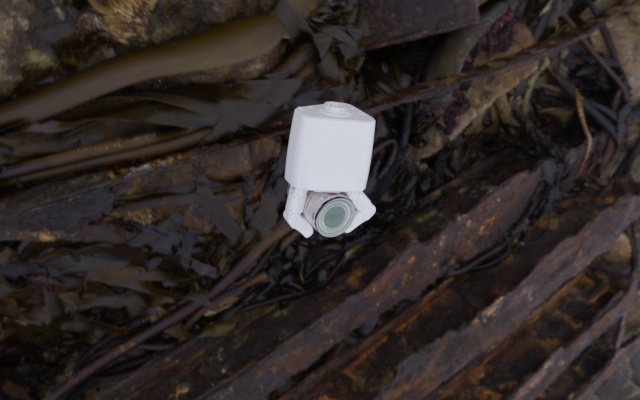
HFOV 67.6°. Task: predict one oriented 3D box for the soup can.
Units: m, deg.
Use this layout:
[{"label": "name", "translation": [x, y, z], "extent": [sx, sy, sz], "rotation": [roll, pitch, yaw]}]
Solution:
[{"label": "soup can", "translation": [0.000, 0.003, 0.727], "extent": [0.068, 0.068, 0.102], "rotation": [0, 27, -30]}]
